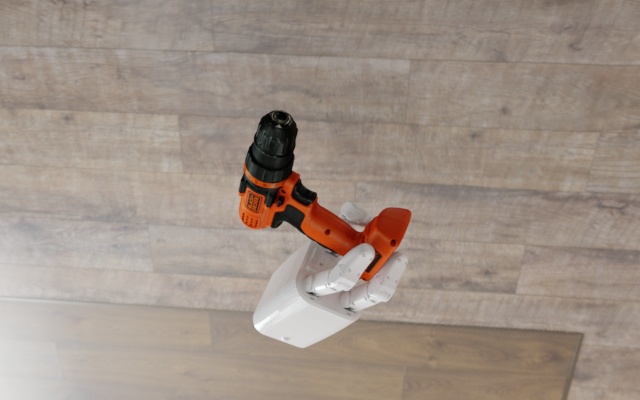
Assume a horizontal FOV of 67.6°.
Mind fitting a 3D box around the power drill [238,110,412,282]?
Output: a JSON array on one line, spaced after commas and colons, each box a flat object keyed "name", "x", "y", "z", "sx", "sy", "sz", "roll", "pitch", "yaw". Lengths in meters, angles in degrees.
[{"name": "power drill", "x": 0.000, "y": 0.002, "z": 0.525, "sx": 0.187, "sy": 0.057, "sz": 0.184, "roll": 29, "pitch": -35, "yaw": 4}]
